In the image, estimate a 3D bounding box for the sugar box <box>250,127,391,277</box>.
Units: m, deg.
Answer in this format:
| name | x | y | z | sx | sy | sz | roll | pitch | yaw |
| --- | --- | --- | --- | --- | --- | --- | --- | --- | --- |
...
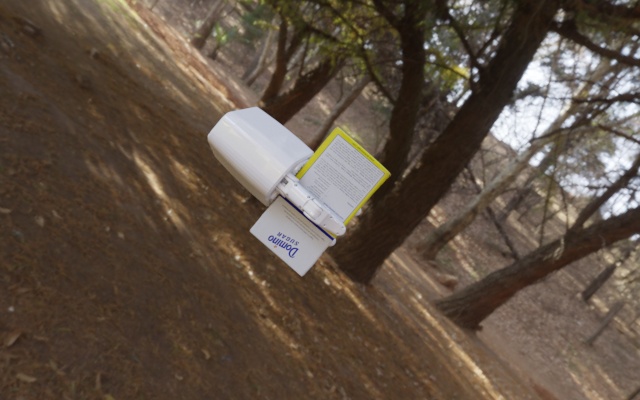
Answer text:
| name | x | y | z | sx | sy | sz | roll | pitch | yaw |
| --- | --- | --- | --- | --- | --- | --- | --- | --- | --- |
| sugar box | 0.000 | 0.002 | 0.624 | 0.093 | 0.176 | 0.048 | 41 | 6 | 3 |
